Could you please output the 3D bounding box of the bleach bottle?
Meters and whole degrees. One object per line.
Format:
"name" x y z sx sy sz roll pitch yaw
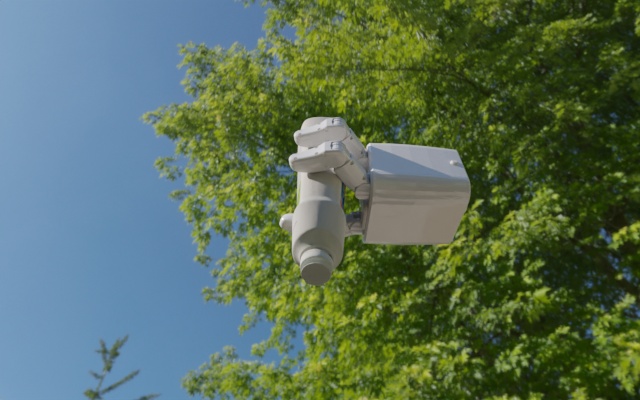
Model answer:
"bleach bottle" 0.000 0.002 0.540 0.068 0.103 0.250 2 36 1
